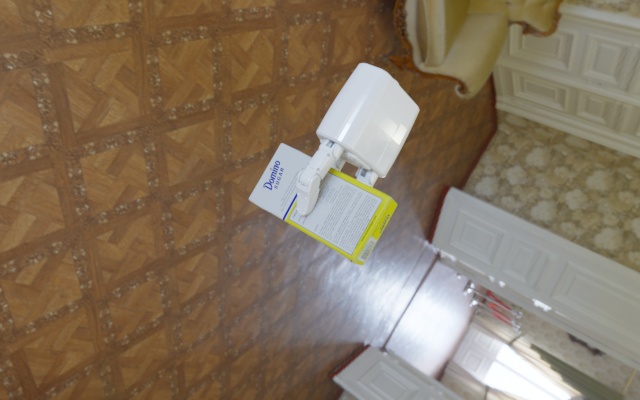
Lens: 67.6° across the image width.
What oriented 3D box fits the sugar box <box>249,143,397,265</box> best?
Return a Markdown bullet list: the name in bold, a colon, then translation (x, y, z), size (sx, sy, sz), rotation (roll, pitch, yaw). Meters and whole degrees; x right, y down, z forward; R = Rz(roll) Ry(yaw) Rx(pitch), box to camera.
- **sugar box**: translation (0.000, 0.002, 0.626), size (0.176, 0.093, 0.048), rotation (29, -3, 28)
